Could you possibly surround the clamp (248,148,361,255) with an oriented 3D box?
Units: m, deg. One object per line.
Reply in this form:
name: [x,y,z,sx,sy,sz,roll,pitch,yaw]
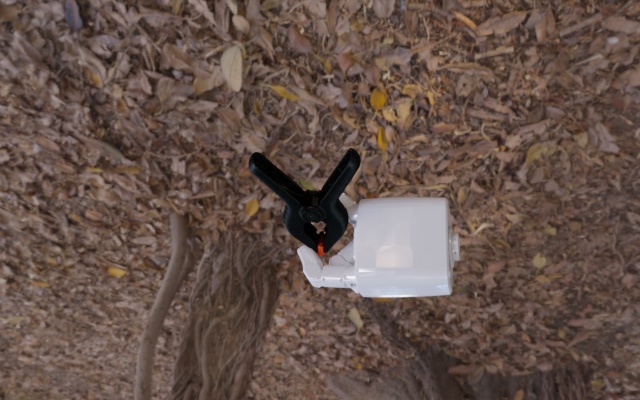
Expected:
clamp: [0.000,0.002,0.556,0.120,0.039,0.172,-3,-40,19]
